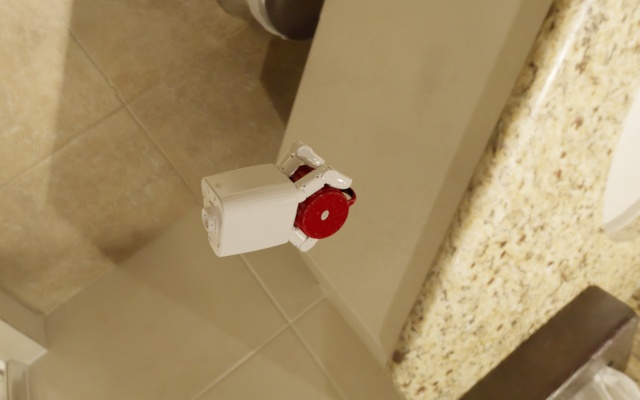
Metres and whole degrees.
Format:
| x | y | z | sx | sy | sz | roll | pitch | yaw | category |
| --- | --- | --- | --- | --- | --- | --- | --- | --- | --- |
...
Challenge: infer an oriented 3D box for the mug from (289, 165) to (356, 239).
| x | y | z | sx | sy | sz | roll | pitch | yaw | category |
| --- | --- | --- | --- | --- | --- | --- | --- | --- | --- |
| 0.001 | 0.002 | 0.719 | 0.117 | 0.093 | 0.081 | -13 | 34 | -26 | mug |
